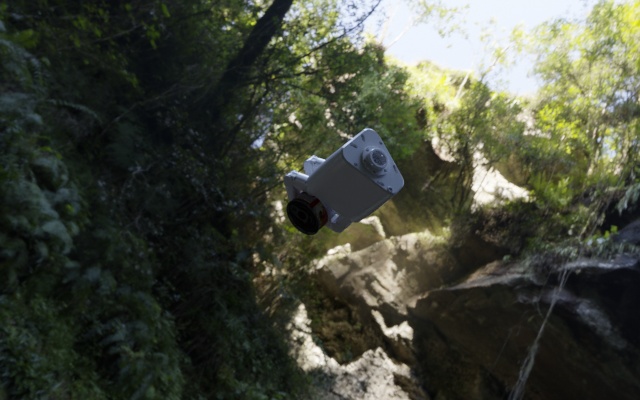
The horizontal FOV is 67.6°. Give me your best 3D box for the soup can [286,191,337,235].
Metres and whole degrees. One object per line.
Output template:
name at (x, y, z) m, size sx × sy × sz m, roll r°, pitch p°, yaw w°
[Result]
soup can at (0.000, 0.003, 0.809) m, size 0.068 × 0.068 × 0.102 m, roll 0°, pitch 31°, yaw 44°
